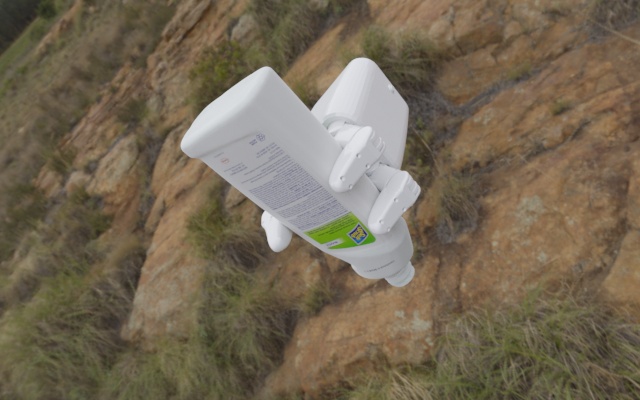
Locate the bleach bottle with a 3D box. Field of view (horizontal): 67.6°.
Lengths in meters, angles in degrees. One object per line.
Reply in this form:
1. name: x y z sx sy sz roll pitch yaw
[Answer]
1. bleach bottle: 0.000 0.001 0.442 0.102 0.068 0.251 -22 -55 37
